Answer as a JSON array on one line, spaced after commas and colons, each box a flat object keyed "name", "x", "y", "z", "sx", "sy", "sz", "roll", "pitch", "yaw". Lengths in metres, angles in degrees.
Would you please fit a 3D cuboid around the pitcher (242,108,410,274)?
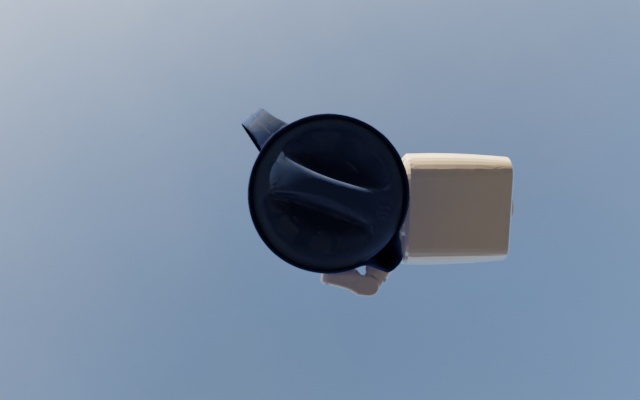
[{"name": "pitcher", "x": 0.000, "y": 0.002, "z": 0.503, "sx": 0.145, "sy": 0.149, "sz": 0.243, "roll": 0, "pitch": -9, "yaw": 0}]
